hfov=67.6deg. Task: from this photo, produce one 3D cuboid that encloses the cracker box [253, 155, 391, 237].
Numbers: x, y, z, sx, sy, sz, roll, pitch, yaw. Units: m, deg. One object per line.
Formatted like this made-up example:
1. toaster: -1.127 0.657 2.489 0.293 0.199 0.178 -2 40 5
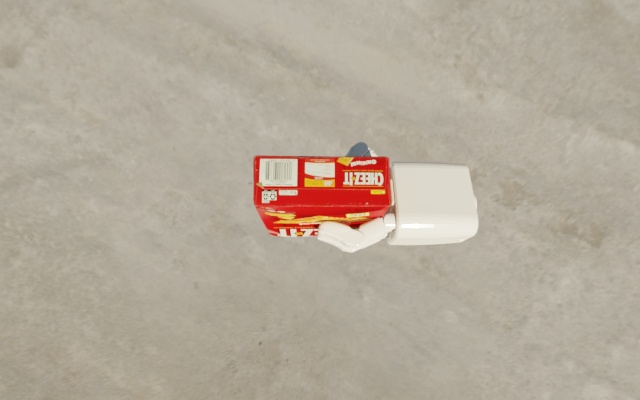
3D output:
1. cracker box: 0.000 0.002 0.661 0.164 0.072 0.214 0 -14 -1
